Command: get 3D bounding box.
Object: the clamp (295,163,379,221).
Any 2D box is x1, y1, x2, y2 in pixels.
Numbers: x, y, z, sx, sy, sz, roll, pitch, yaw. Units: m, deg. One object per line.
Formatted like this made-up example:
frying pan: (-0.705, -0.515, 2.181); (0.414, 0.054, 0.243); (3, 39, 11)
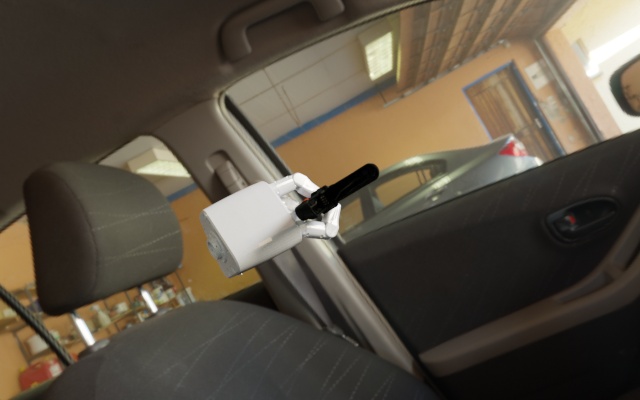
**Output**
clamp: (0.000, 0.002, 0.675); (0.120, 0.039, 0.171); (-26, -4, -29)
